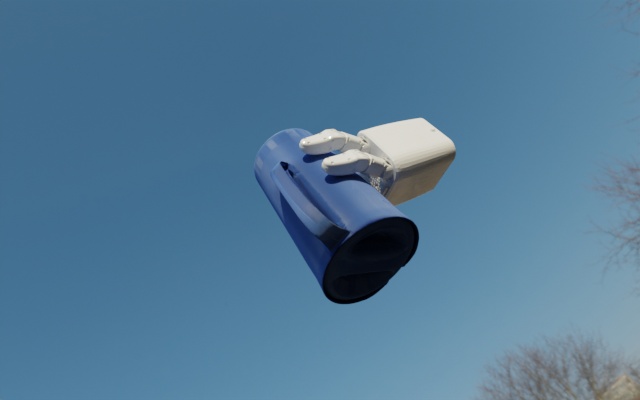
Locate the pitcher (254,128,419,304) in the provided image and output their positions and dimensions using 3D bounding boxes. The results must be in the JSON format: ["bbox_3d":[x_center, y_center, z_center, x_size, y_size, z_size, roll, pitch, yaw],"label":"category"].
[{"bbox_3d":[0.000,0.002,0.619,0.145,0.149,0.242,-17,44,-24],"label":"pitcher"}]
